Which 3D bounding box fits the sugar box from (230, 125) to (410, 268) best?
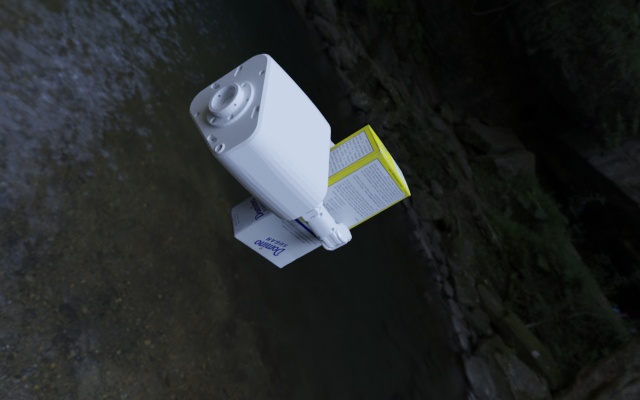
[{"bbox_3d":[0.000,0.001,0.516,0.176,0.048,0.093,-28,-40,15],"label":"sugar box"}]
